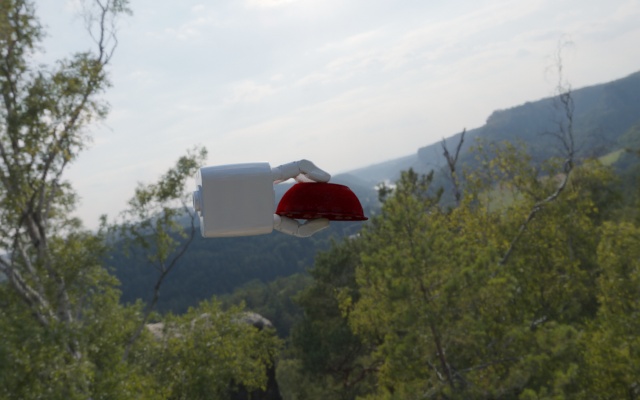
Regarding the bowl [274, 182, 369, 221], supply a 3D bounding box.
[{"bbox_3d":[0.001,0.002,0.796,0.162,0.055,0.162,3,-6,0],"label":"bowl"}]
